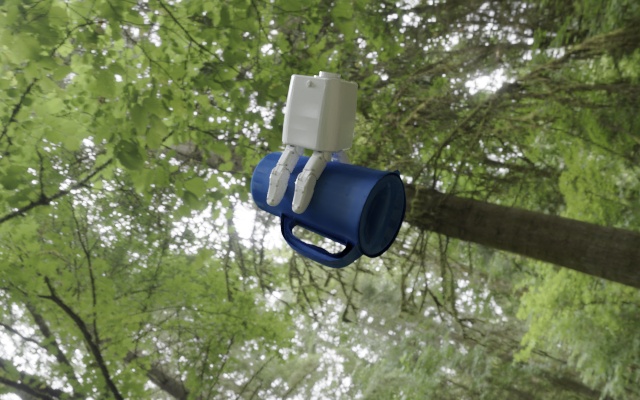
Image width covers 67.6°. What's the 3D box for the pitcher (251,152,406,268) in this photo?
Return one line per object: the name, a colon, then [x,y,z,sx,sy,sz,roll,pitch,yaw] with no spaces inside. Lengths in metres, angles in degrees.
pitcher: [0.000,0.002,0.766,0.243,0.145,0.149,17,17,35]
